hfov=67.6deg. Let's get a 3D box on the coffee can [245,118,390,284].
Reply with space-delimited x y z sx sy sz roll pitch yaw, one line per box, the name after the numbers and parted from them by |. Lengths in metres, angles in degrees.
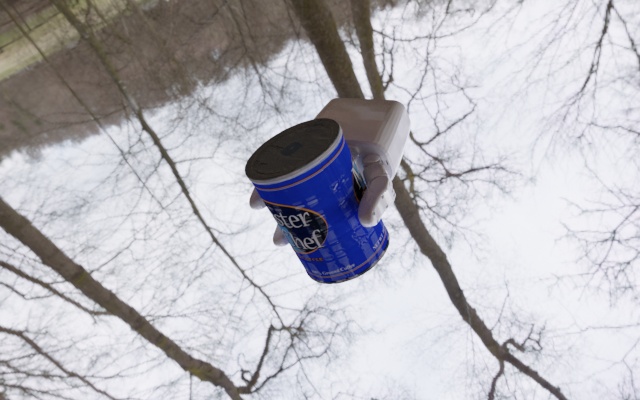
0.000 0.002 0.495 0.103 0.140 0.102 -21 30 13 | coffee can
